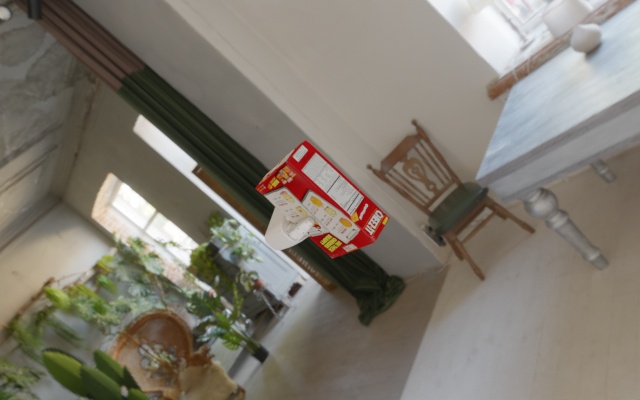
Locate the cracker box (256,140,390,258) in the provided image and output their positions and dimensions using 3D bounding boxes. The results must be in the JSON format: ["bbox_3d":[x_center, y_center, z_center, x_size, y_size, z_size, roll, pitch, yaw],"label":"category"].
[{"bbox_3d":[0.000,0.003,0.899,0.214,0.072,0.164,42,-30,-10],"label":"cracker box"}]
